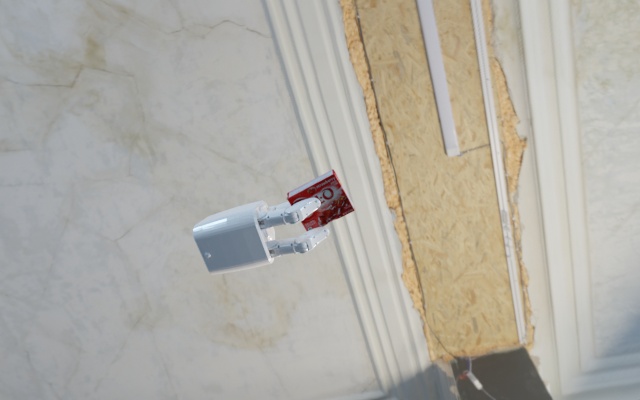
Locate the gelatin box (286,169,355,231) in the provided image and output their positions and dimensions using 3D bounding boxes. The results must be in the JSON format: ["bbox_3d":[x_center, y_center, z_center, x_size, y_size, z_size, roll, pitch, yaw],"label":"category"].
[{"bbox_3d":[0.000,0.002,0.776,0.089,0.073,0.030,-27,20,8],"label":"gelatin box"}]
